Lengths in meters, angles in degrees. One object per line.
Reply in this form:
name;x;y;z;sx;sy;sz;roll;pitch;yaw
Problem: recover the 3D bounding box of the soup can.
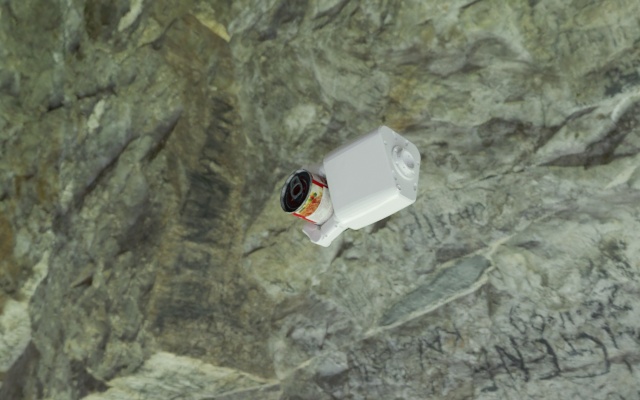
soup can;0.000;0.003;0.716;0.102;0.068;0.068;24;-15;-37
